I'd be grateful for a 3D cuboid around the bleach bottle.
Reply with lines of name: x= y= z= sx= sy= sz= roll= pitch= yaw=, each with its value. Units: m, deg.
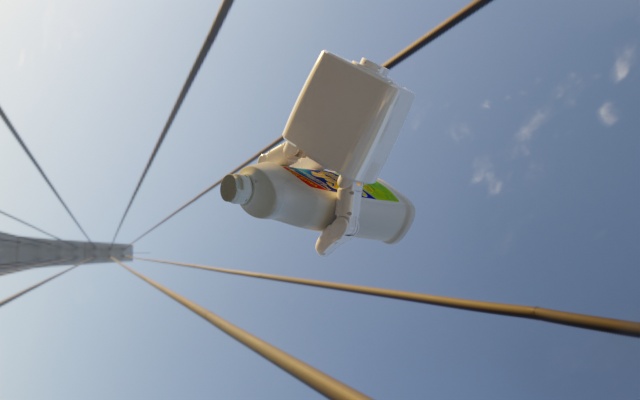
bleach bottle: x=0.000 y=0.002 z=0.557 sx=0.251 sy=0.068 sz=0.102 roll=6 pitch=28 yaw=-46
